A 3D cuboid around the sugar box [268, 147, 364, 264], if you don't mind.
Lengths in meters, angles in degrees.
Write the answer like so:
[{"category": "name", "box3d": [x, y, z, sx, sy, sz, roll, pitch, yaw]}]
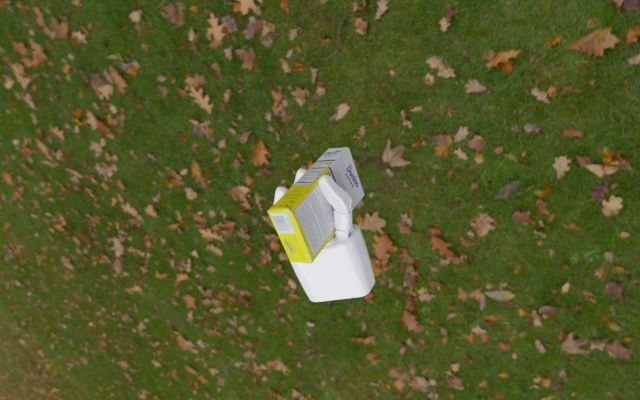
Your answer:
[{"category": "sugar box", "box3d": [0.000, 0.003, 0.712, 0.048, 0.093, 0.176, -1, 32, 33]}]
